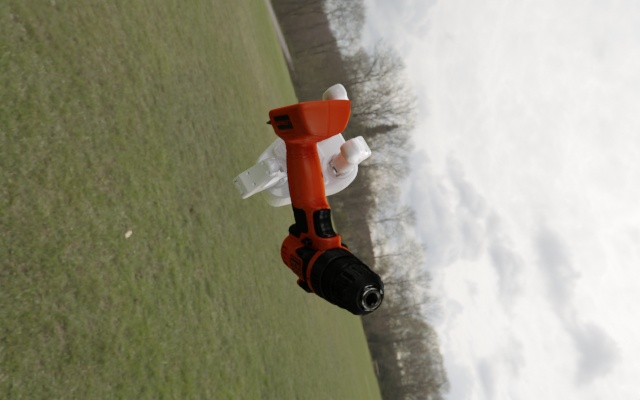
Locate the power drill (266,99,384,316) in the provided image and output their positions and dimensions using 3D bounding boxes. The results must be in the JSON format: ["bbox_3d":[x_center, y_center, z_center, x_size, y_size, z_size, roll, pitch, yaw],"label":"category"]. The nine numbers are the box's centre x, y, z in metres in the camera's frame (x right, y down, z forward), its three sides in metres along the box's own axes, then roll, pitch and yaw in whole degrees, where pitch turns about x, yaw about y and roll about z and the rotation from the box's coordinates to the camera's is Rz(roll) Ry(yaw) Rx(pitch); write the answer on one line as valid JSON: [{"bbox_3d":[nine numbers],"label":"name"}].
[{"bbox_3d":[0.000,0.001,0.456,0.057,0.188,0.184,-8,10,-23],"label":"power drill"}]
